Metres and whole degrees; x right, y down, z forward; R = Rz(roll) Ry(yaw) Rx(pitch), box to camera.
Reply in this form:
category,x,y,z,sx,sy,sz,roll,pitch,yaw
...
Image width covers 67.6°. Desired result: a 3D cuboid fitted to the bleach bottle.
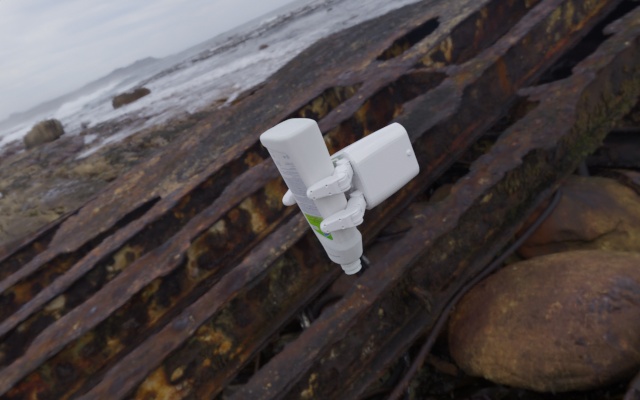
category,x,y,z,sx,sy,sz,roll,pitch,yaw
bleach bottle,0.000,0.002,0.725,0.068,0.251,0.102,-33,23,-20
